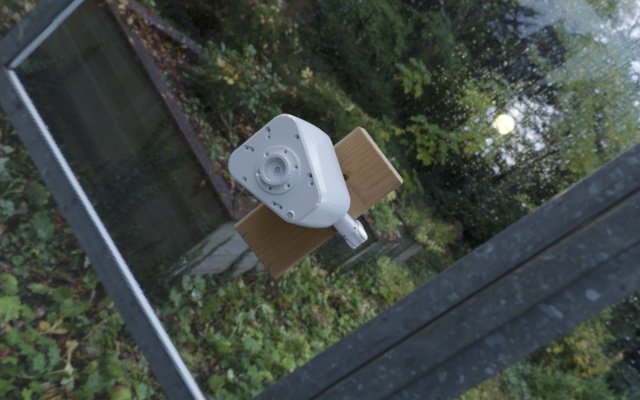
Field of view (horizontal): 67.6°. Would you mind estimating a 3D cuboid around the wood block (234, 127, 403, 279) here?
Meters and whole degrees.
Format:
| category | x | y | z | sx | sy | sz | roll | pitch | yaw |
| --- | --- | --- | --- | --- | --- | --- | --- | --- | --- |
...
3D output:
| category | x | y | z | sx | sy | sz | roll | pitch | yaw |
| --- | --- | --- | --- | --- | --- | --- | --- | --- | --- |
| wood block | 0.000 | 0.002 | 0.641 | 0.206 | 0.091 | 0.090 | -37 | -1 | 12 |
